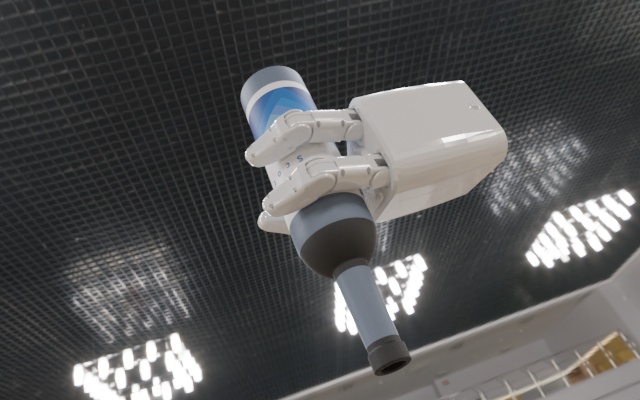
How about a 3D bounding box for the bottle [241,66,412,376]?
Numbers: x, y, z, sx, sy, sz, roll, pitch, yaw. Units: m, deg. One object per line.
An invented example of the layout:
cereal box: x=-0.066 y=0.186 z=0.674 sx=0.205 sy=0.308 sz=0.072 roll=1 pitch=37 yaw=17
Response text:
bottle: x=0.000 y=0.001 z=0.403 sx=0.069 sy=0.295 sz=0.069 roll=-16 pitch=-35 yaw=-12
